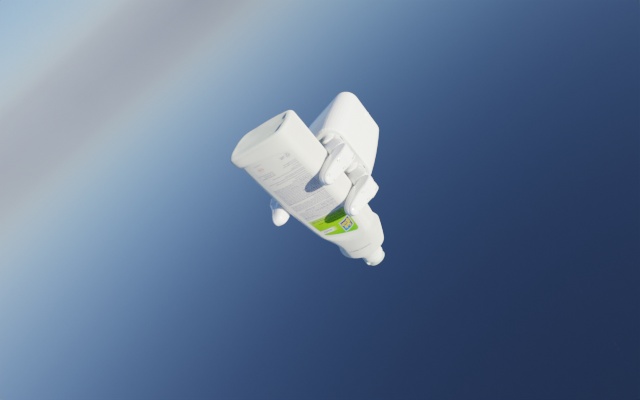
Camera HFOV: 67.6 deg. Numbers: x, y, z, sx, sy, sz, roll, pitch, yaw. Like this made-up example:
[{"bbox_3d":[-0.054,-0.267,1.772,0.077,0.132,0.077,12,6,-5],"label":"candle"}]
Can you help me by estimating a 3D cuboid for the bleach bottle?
[{"bbox_3d":[0.000,0.002,0.643,0.102,0.251,0.068,-23,32,32],"label":"bleach bottle"}]
